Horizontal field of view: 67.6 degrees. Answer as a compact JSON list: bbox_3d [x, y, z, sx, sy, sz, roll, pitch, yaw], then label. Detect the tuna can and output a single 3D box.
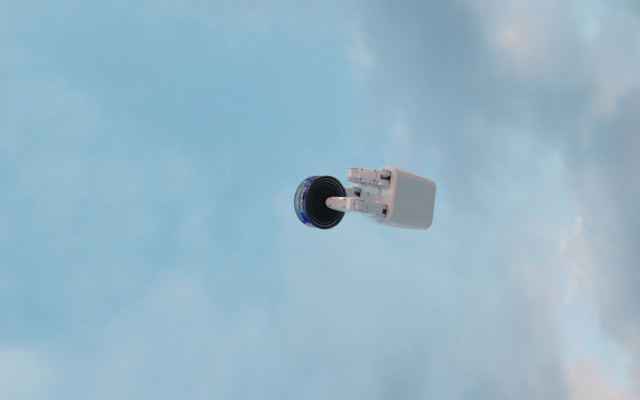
[{"bbox_3d":[0.000,0.002,0.763,0.086,0.086,0.034,0,3,-38],"label":"tuna can"}]
